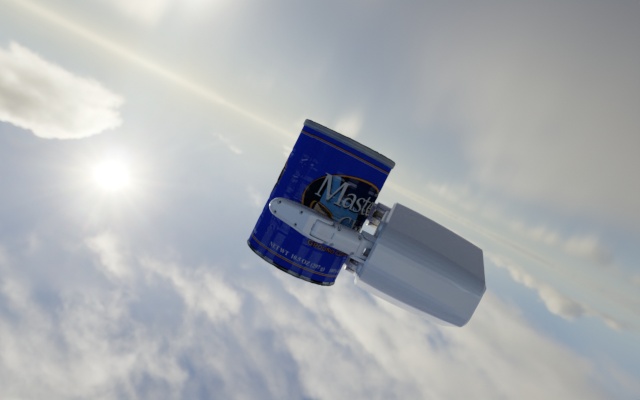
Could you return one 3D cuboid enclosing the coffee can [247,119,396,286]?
[{"bbox_3d":[0.000,0.001,0.493,0.103,0.140,0.103,26,5,-3],"label":"coffee can"}]
